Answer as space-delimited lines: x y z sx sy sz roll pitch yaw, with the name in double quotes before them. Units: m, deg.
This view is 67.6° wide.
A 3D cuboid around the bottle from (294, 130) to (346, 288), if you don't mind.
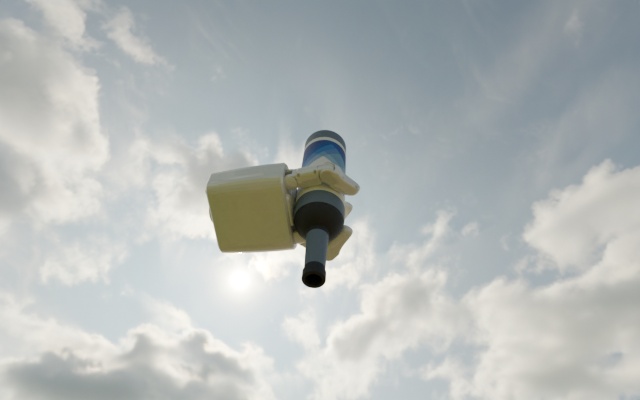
"bottle" 0.000 0.002 0.648 0.069 0.069 0.295 0 36 4
